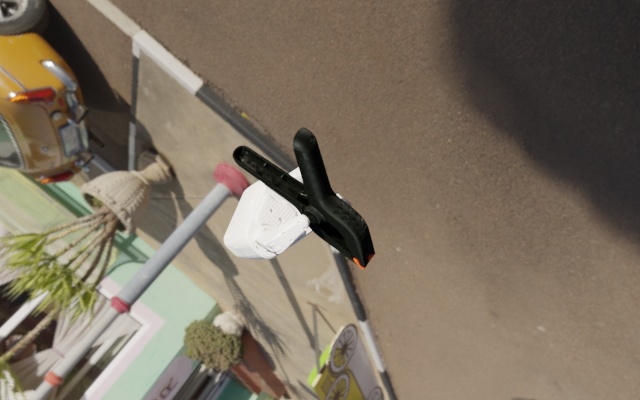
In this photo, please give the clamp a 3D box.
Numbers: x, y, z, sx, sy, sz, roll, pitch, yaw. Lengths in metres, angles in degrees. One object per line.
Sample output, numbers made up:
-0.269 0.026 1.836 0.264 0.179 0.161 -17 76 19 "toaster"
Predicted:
0.000 0.003 0.549 0.210 0.036 0.164 46 -23 -16 "clamp"
